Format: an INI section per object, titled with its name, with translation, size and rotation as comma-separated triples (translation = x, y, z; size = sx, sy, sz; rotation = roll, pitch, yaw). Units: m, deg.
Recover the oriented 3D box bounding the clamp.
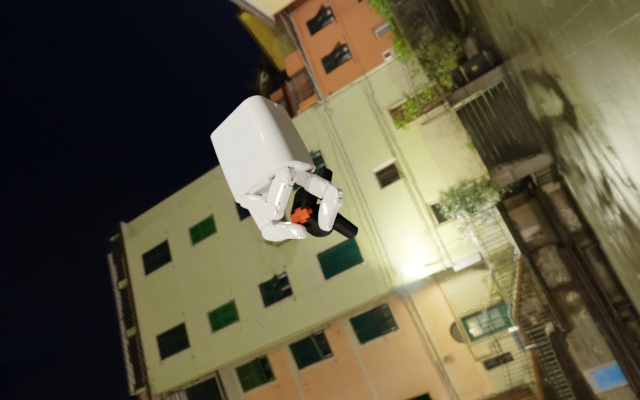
[clamp]
translation = 0.000, 0.003, 0.709
size = 0.039, 0.120, 0.171
rotation = -31, -14, 19
